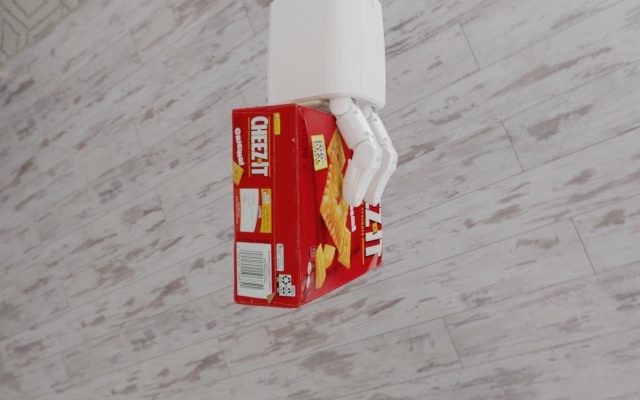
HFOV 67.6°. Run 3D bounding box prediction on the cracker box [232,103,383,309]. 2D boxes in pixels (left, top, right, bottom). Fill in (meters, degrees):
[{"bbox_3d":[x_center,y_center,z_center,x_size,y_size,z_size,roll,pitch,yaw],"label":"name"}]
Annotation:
[{"bbox_3d":[0.000,0.002,0.475,0.072,0.164,0.213,0,2,25],"label":"cracker box"}]
